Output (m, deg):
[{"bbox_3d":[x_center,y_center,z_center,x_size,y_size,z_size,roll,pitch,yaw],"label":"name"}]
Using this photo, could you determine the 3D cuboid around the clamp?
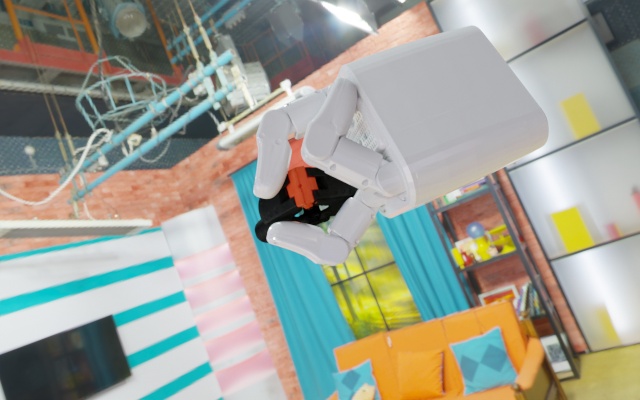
[{"bbox_3d":[0.000,0.001,0.409,0.120,0.039,0.171,-22,-6,-10],"label":"clamp"}]
